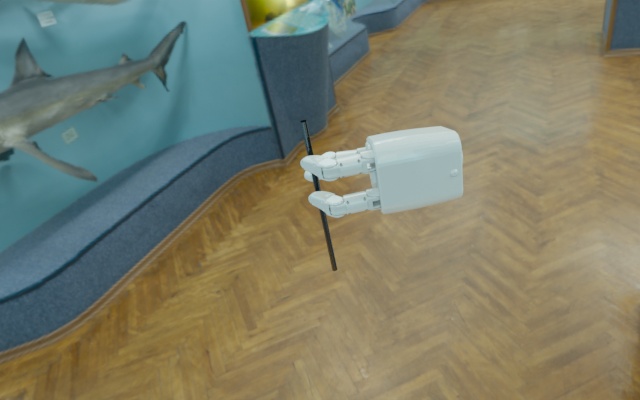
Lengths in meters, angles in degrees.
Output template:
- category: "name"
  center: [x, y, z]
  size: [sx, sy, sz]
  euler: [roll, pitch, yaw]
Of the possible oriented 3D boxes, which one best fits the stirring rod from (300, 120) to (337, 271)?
- category: "stirring rod"
  center: [0.000, 0.002, 0.660]
  size: [0.011, 0.240, 0.011]
  euler: [-9, 30, 5]
